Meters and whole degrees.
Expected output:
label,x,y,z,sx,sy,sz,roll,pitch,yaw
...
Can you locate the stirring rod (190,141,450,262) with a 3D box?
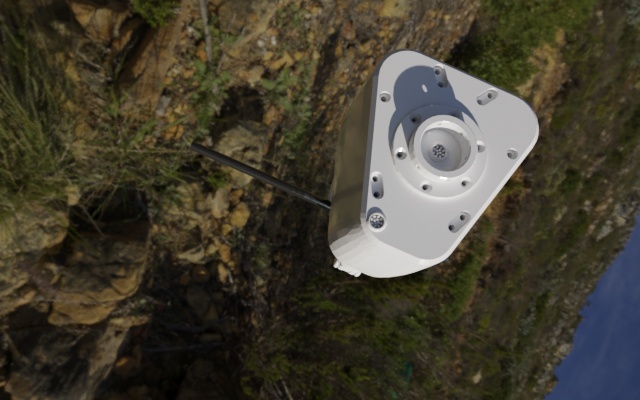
label,x,y,z,sx,sy,sz,roll,pitch,yaw
stirring rod,0.000,0.001,0.411,0.239,0.011,0.011,24,-1,-1
